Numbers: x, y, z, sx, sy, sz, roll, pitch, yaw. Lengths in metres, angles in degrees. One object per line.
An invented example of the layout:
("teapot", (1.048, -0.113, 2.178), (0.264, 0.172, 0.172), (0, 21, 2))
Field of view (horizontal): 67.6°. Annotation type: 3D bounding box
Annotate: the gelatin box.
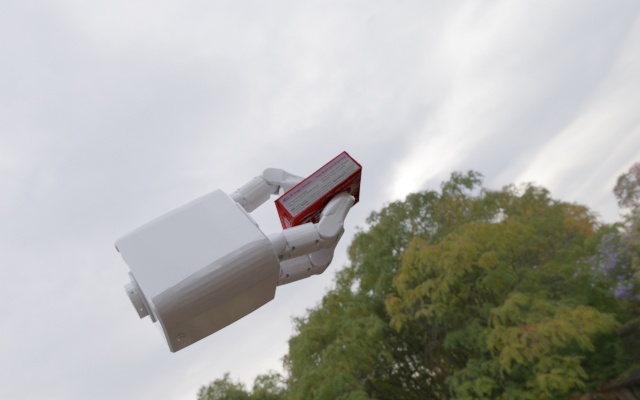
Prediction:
("gelatin box", (0.000, 0.001, 0.477), (0.089, 0.030, 0.073), (-37, -22, -15))
